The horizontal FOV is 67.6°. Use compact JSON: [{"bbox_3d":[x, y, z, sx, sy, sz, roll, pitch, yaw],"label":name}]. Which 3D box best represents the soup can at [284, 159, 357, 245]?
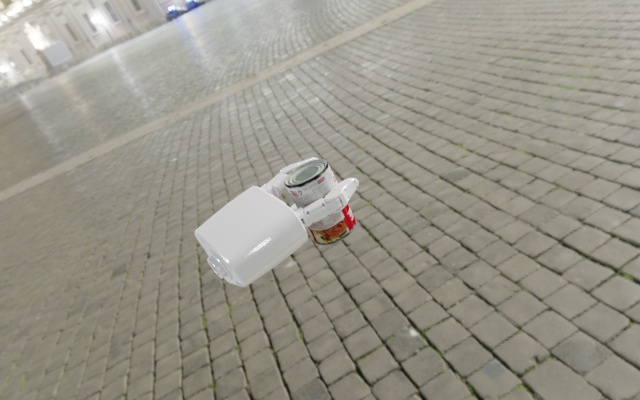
[{"bbox_3d":[0.000,0.002,0.668,0.068,0.102,0.068,-22,25,11],"label":"soup can"}]
